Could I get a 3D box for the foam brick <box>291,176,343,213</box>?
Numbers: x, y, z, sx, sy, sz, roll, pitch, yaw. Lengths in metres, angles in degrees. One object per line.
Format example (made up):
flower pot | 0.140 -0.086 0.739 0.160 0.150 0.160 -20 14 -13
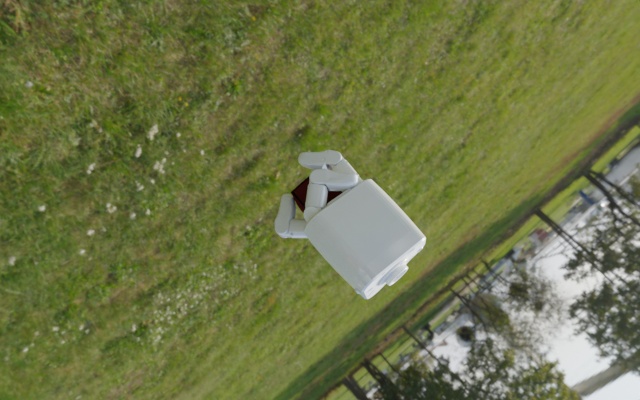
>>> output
foam brick | 0.000 0.002 0.665 0.053 0.051 0.078 -42 -20 -6
